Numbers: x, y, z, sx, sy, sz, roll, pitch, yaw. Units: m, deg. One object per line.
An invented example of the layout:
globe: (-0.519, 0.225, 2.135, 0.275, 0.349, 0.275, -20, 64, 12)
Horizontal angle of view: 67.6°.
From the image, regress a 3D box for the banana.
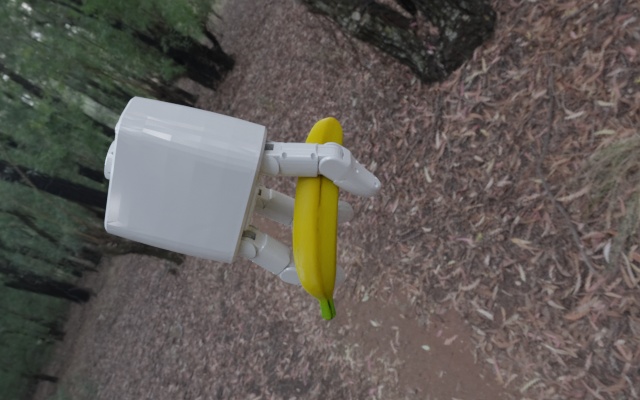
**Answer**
banana: (-0.001, -0.004, 0.412, 0.037, 0.197, 0.070, 2, -25, 4)
